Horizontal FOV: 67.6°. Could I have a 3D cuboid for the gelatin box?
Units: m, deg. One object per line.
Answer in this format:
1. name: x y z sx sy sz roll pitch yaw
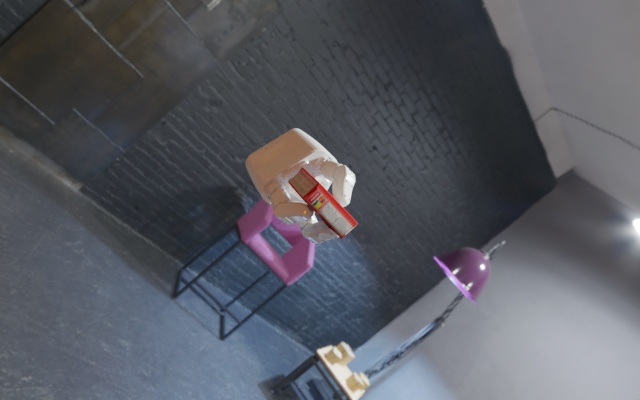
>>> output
1. gelatin box: 0.001 0.002 0.594 0.073 0.030 0.089 47 -1 -23
